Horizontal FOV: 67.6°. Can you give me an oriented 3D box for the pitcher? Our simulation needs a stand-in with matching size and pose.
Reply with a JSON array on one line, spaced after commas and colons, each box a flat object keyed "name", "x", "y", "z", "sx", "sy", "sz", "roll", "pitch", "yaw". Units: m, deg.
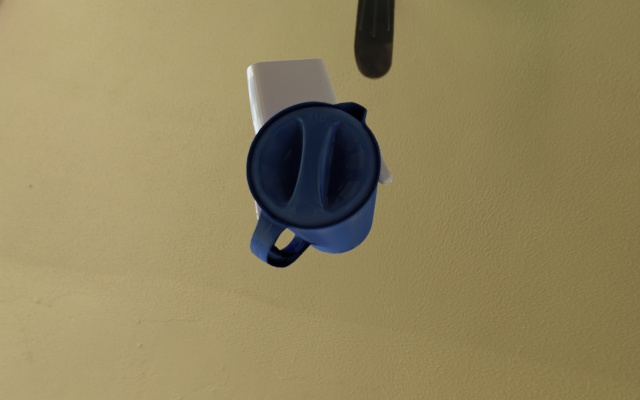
[{"name": "pitcher", "x": 0.000, "y": 0.002, "z": 0.572, "sx": 0.149, "sy": 0.145, "sz": 0.243, "roll": -13, "pitch": -17, "yaw": 4}]
